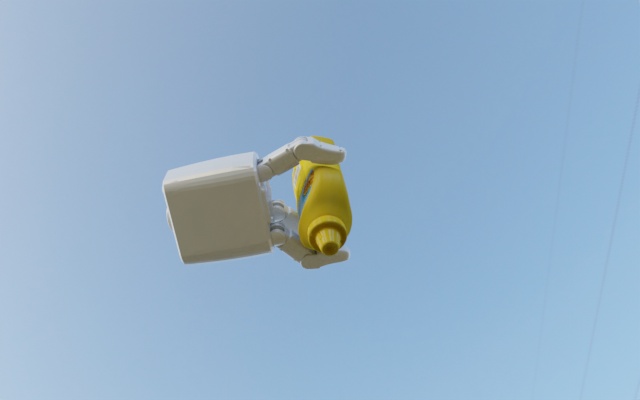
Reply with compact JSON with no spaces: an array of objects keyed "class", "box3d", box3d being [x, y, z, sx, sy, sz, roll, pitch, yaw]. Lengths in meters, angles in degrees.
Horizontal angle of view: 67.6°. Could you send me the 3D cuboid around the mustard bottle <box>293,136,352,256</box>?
[{"class":"mustard bottle","box3d":[0.000,0.002,0.557,0.058,0.096,0.191,9,28,-11]}]
